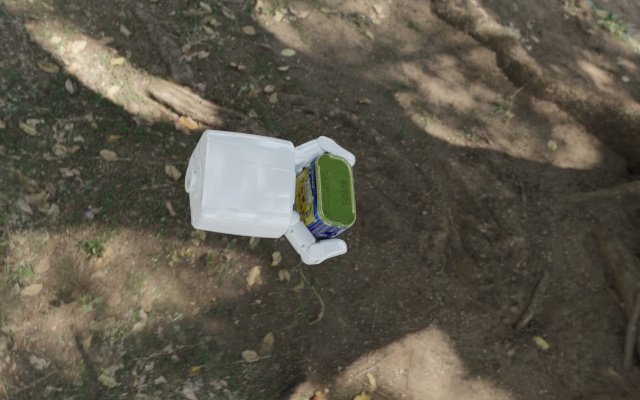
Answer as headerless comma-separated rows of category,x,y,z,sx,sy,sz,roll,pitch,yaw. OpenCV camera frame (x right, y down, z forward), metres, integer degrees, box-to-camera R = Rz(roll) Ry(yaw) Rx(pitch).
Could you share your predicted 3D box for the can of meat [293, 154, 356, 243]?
can of meat,0.000,0.002,0.608,0.057,0.102,0.084,9,-27,-26
